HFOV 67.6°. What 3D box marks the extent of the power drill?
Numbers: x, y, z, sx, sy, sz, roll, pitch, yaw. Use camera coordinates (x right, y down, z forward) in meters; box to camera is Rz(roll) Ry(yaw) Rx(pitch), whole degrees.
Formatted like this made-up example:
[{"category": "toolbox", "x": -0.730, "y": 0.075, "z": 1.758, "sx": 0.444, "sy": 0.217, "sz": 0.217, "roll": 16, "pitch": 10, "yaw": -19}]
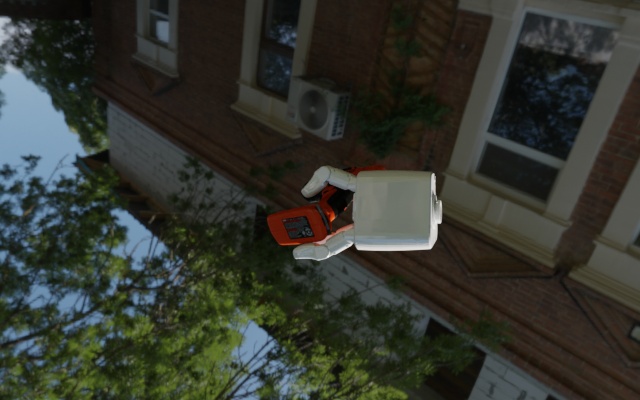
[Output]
[{"category": "power drill", "x": 0.000, "y": 0.003, "z": 0.781, "sx": 0.184, "sy": 0.057, "sz": 0.187, "roll": -12, "pitch": 19, "yaw": 42}]
